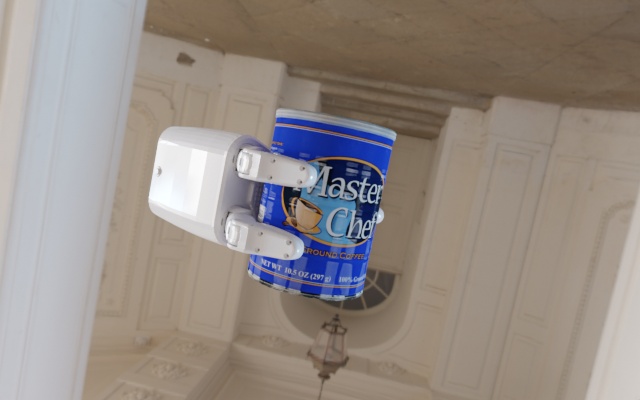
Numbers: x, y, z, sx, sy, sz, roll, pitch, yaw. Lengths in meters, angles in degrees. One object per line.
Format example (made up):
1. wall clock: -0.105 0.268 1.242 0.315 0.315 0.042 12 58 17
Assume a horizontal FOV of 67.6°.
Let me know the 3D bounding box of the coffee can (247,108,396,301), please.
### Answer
1. coffee can: 0.000 0.001 0.409 0.103 0.140 0.103 11 5 -1
